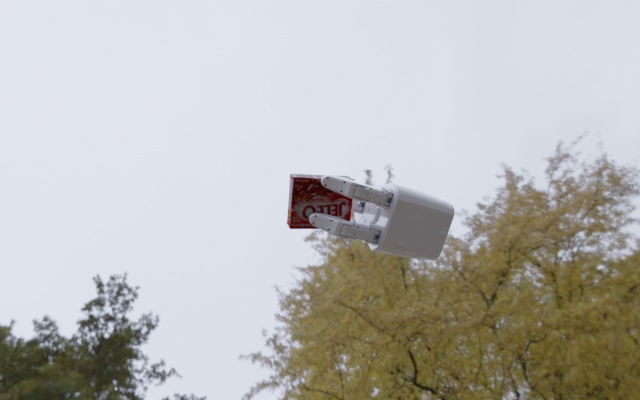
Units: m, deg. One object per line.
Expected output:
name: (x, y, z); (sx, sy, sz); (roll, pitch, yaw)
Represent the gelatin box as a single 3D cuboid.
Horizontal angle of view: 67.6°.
gelatin box: (0.000, 0.002, 0.665); (0.089, 0.073, 0.030); (2, 13, -15)
